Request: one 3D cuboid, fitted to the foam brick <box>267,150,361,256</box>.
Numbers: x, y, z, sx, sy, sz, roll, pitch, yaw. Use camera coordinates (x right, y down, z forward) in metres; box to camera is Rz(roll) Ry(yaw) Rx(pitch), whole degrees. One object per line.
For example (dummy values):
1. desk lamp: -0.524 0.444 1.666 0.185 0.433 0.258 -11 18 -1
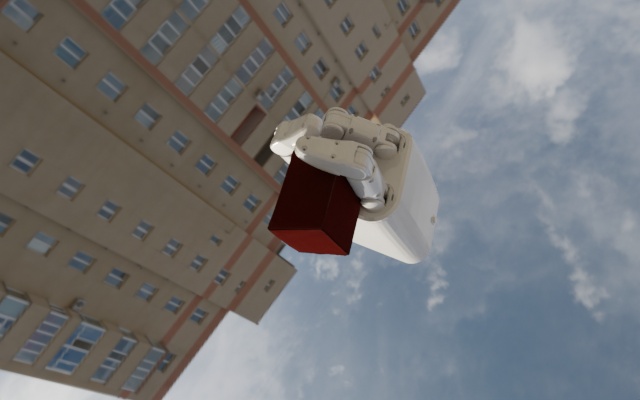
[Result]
1. foam brick: 0.000 0.002 0.400 0.053 0.078 0.051 0 -29 31
